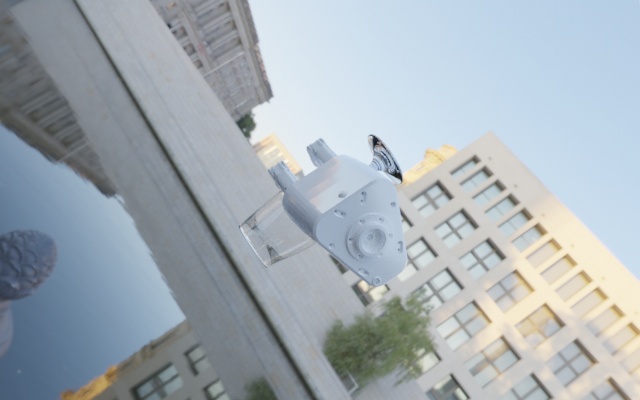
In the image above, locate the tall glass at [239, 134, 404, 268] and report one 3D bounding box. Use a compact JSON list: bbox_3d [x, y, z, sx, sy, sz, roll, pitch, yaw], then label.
[{"bbox_3d":[0.001,0.002,0.591,0.201,0.079,0.079,-33,4,-7],"label":"tall glass"}]
